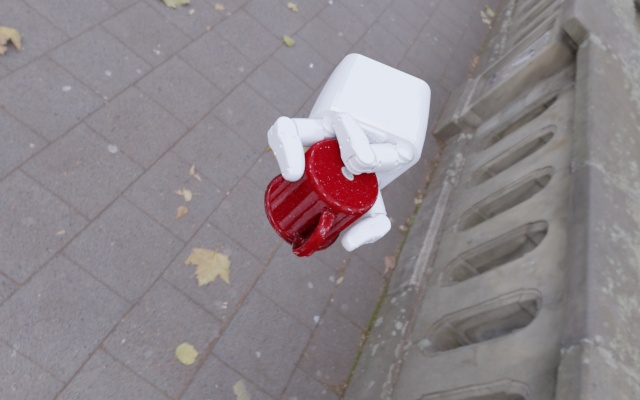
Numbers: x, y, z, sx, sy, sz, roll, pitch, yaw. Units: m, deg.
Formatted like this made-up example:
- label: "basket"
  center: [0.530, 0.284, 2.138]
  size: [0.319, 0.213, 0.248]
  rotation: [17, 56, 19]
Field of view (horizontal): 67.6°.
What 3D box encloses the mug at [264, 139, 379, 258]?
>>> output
- label: "mug"
  center: [0.000, 0.002, 0.464]
  size: [0.093, 0.117, 0.081]
  rotation: [32, -40, -15]
